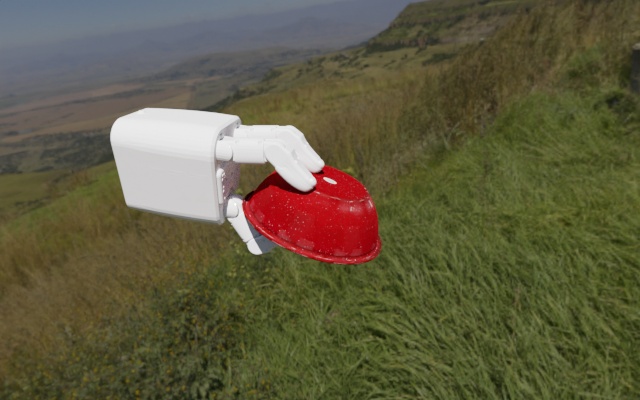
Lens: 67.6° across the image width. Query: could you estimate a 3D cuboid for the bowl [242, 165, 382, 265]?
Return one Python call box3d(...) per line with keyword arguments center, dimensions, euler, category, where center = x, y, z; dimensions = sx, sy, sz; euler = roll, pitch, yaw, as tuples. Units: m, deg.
box3d(center=(0.001, 0.002, 0.520), dimensions=(0.162, 0.055, 0.162), euler=(17, 22, -7), category="bowl")
